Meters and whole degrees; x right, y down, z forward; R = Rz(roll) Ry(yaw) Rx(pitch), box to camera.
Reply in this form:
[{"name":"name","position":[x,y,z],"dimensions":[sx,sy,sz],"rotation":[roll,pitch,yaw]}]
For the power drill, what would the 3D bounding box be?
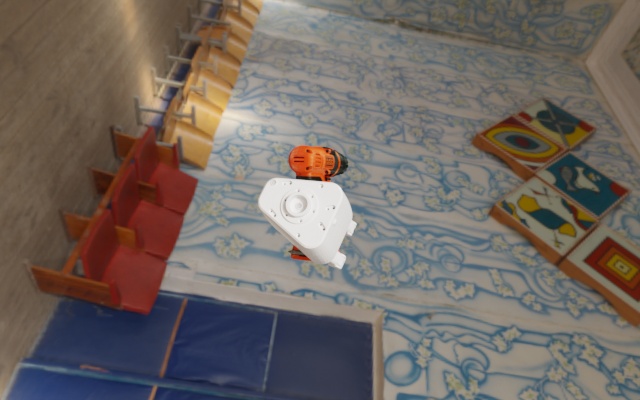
[{"name":"power drill","position":[0.000,0.003,0.806],"dimensions":[0.057,0.187,0.184],"rotation":[1,2,25]}]
